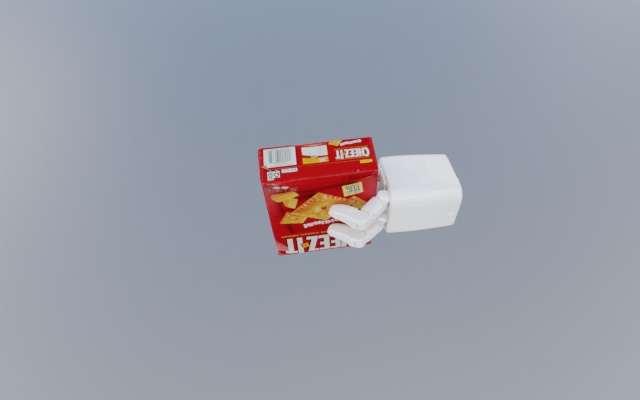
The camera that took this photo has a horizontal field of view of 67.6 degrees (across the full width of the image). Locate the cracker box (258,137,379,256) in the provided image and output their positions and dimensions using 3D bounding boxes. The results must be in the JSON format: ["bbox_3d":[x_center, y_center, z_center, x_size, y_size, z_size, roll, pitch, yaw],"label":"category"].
[{"bbox_3d":[0.000,0.002,0.740,0.164,0.072,0.214,-7,-34,-2],"label":"cracker box"}]
